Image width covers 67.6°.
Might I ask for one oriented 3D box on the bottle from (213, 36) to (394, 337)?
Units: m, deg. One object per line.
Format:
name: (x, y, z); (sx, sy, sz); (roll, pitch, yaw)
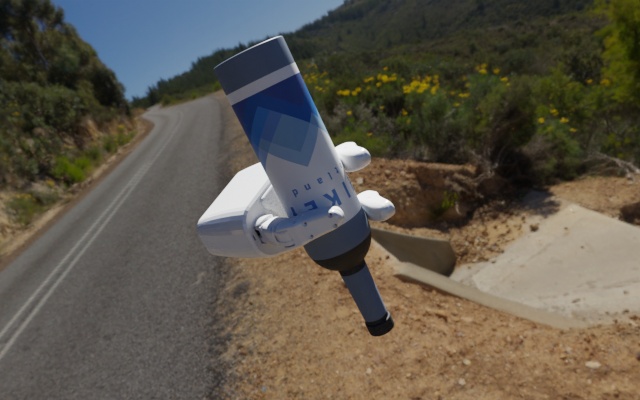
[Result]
bottle: (0.000, 0.001, 0.446); (0.069, 0.296, 0.069); (-24, 15, 7)
